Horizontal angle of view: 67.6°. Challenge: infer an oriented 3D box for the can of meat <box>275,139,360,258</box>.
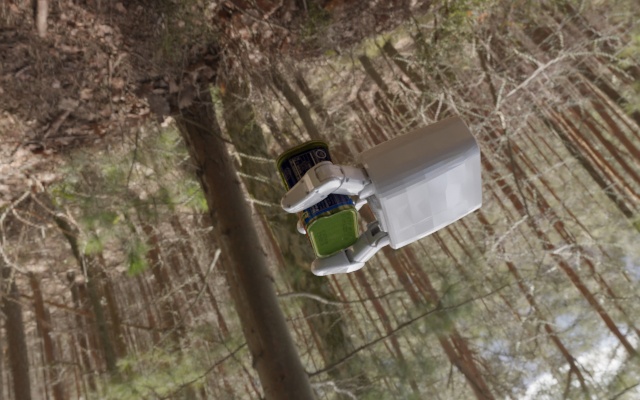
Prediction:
[{"bbox_3d":[0.000,0.002,0.492,0.057,0.084,0.102,-22,-28,-4],"label":"can of meat"}]
